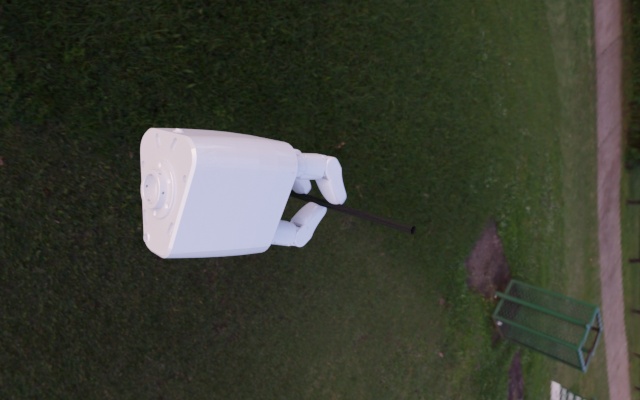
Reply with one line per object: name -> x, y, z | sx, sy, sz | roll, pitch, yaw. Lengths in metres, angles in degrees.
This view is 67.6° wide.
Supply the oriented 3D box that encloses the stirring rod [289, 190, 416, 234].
stirring rod -> 0.000, 0.002, 0.516 | 0.239, 0.011, 0.011 | 17, 11, 43
